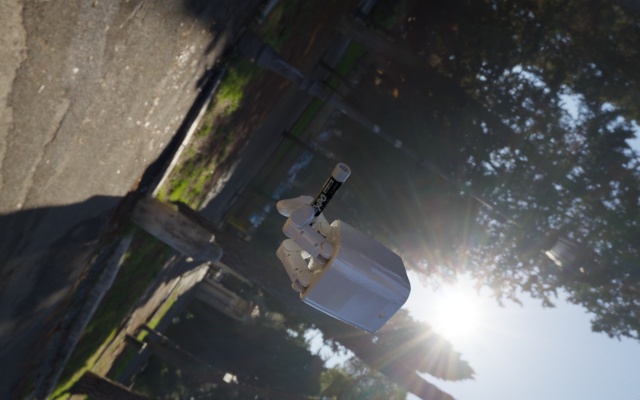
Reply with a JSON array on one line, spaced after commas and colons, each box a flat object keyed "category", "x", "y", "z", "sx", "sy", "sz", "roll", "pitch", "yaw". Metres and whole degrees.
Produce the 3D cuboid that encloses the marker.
[{"category": "marker", "x": 0.000, "y": 0.002, "z": 0.605, "sx": 0.020, "sy": 0.020, "sz": 0.121, "roll": 0, "pitch": -43, "yaw": -41}]
